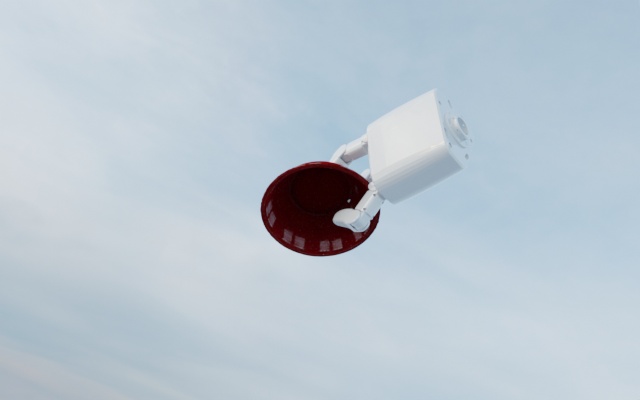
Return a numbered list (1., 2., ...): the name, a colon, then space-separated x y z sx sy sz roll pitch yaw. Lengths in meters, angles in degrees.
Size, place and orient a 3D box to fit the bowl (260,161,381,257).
1. bowl: -0.001 0.002 0.663 0.162 0.162 0.055 0 37 0
